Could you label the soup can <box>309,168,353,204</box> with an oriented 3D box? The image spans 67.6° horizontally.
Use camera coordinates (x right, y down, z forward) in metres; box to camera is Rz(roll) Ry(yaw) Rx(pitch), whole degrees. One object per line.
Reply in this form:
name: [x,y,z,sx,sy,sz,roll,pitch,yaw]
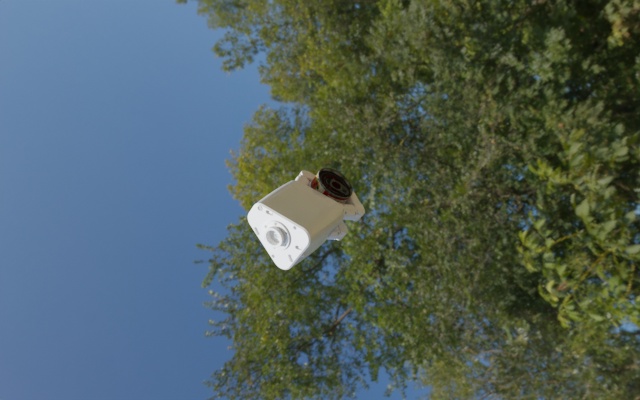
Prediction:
soup can: [0.000,0.003,0.825,0.068,0.068,0.102,0,-41,-41]
